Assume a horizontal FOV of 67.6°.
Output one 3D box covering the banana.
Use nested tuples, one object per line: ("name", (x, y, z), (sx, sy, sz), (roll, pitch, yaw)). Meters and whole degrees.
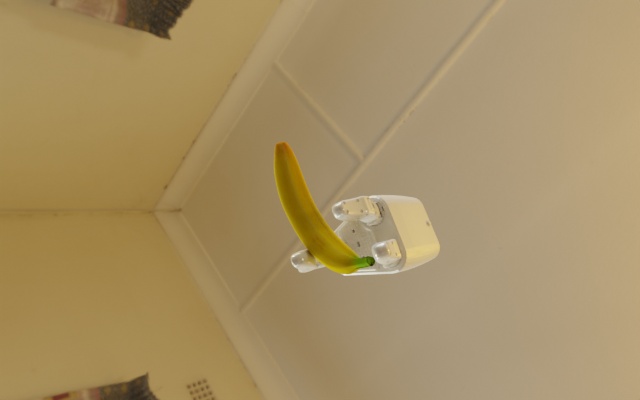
("banana", (-0.008, 0.017, 0.560), (0.037, 0.070, 0.197), (-4, 48, -48))
